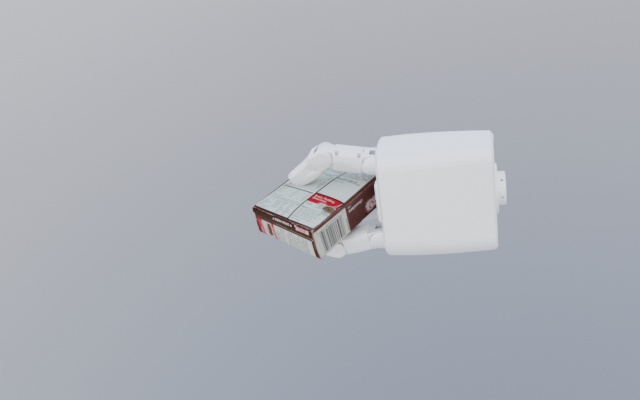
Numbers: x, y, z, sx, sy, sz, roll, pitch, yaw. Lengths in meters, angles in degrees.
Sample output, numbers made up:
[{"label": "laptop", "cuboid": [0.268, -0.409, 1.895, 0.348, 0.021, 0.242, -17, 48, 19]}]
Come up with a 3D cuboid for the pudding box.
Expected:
[{"label": "pudding box", "cuboid": [0.000, 0.002, 0.500, 0.090, 0.039, 0.113, 19, 44, 39]}]
